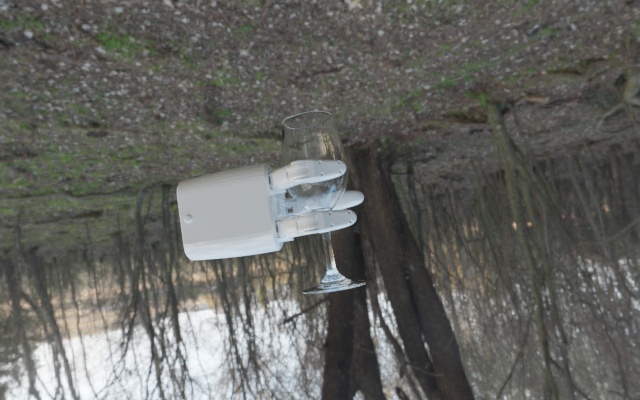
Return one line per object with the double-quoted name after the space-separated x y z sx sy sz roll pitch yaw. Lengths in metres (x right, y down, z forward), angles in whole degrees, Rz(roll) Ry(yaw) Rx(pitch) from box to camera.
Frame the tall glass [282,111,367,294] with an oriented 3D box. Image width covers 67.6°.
0.000 0.002 0.555 0.079 0.201 0.079 -9 -5 -1 "tall glass"
